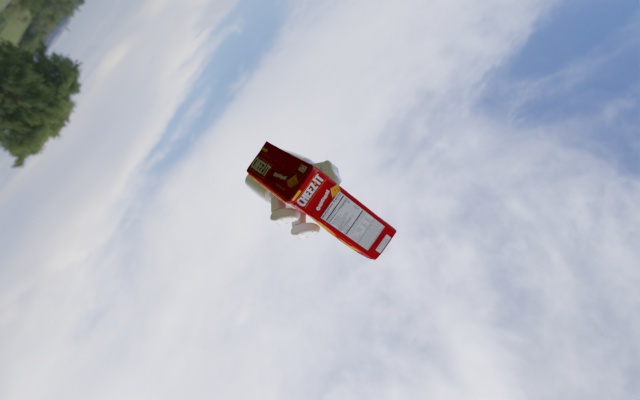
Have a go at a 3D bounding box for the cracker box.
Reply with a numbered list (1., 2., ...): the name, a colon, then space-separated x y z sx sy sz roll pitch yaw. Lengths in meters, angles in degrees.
1. cracker box: 0.000 0.003 0.790 0.214 0.072 0.164 36 -2 -36
